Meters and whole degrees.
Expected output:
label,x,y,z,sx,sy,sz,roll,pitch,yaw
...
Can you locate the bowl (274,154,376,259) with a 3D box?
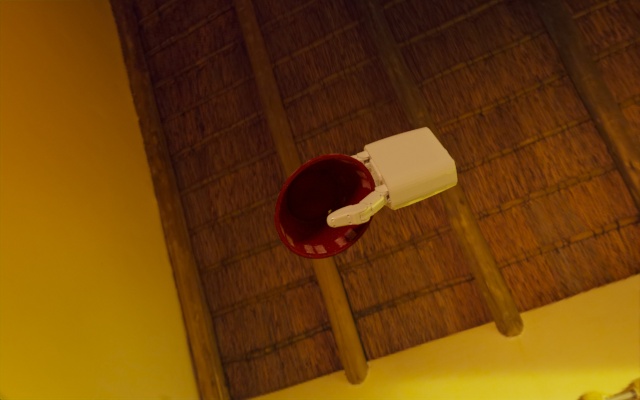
label,x,y,z,sx,sy,sz,roll,pitch,yaw
bowl,-0.001,0.002,0.699,0.162,0.162,0.055,0,22,-27
